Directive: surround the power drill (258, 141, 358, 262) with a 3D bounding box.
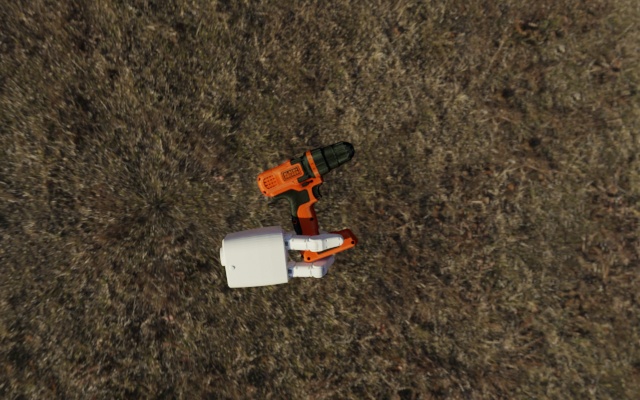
[{"bbox_3d":[0.000,0.003,0.862,0.184,0.187,0.057,-22,0,8],"label":"power drill"}]
